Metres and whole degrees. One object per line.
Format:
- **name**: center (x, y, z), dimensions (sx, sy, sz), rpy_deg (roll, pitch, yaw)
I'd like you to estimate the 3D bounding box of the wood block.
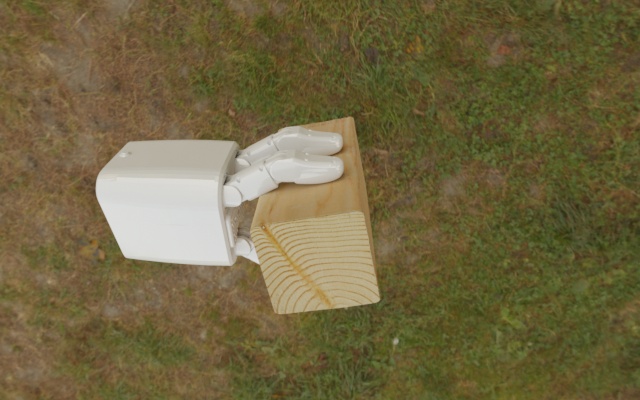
- **wood block**: center (0.000, 0.002, 0.461), dimensions (0.090, 0.091, 0.206), rpy_deg (-9, 29, 7)
